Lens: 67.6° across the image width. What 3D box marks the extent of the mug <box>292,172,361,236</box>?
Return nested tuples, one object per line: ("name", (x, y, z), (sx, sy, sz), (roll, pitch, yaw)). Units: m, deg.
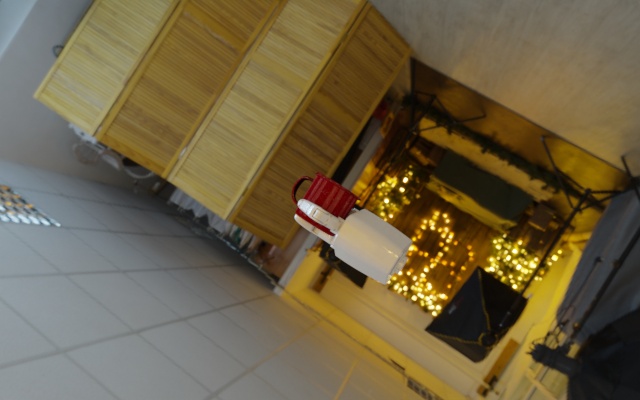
("mug", (-0.001, 0.002, 0.831), (0.117, 0.081, 0.093), (32, -1, 17))
